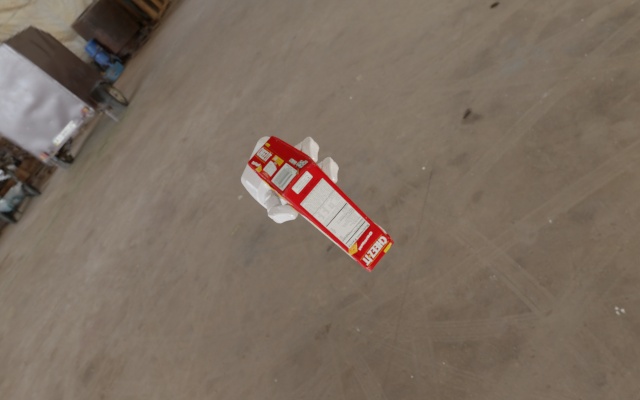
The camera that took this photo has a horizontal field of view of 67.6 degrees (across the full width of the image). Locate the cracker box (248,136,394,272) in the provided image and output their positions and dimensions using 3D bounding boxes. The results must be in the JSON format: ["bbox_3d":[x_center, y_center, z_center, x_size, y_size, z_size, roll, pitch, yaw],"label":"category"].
[{"bbox_3d":[0.000,0.003,0.764,0.214,0.072,0.164,43,-3,-33],"label":"cracker box"}]
